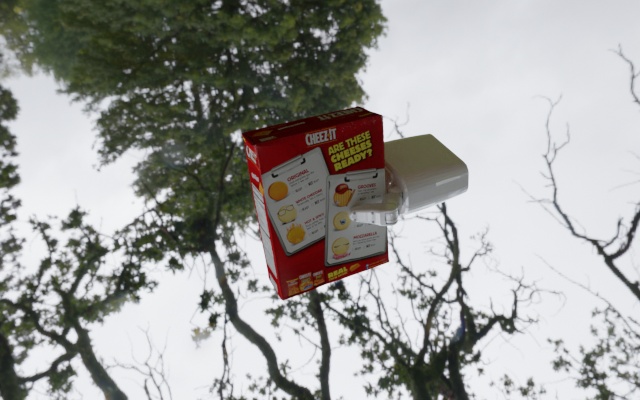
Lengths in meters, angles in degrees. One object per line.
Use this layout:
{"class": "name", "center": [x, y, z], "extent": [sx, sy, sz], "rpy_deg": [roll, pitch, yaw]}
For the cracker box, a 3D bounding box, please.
{"class": "cracker box", "center": [0.000, 0.002, 0.617], "extent": [0.164, 0.214, 0.072], "rpy_deg": [-16, 27, -19]}
